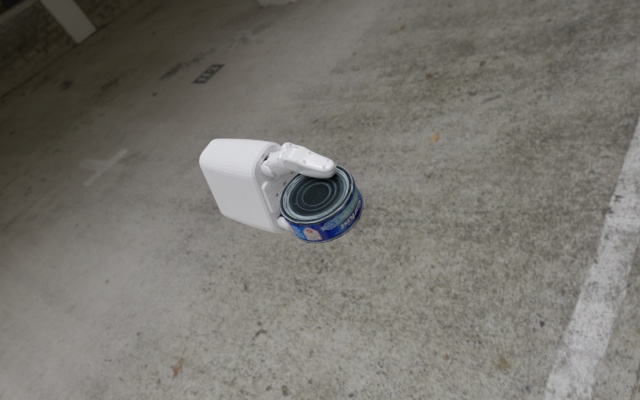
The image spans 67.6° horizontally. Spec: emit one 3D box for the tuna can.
[{"bbox_3d":[0.000,0.001,0.508,0.086,0.086,0.034,0,-40,27],"label":"tuna can"}]
